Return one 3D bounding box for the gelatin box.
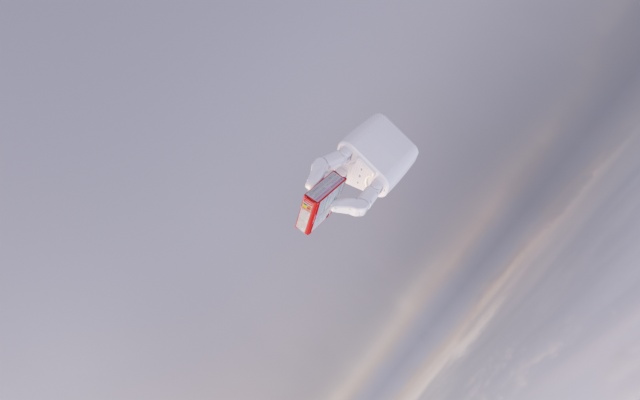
[{"bbox_3d":[0.000,0.003,0.765,0.030,0.073,0.089,33,44,15],"label":"gelatin box"}]
